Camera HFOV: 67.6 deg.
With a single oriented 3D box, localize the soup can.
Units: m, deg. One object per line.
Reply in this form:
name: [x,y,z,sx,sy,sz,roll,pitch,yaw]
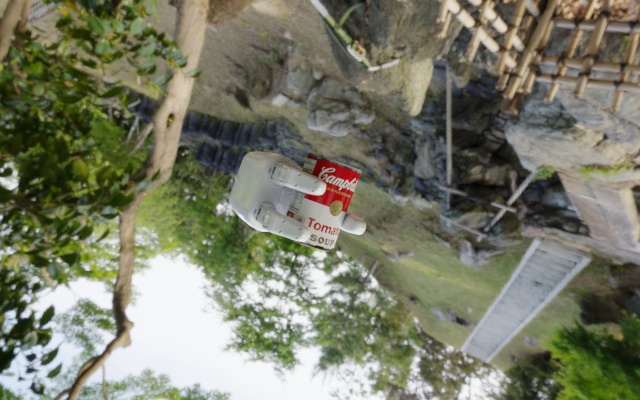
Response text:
soup can: [0.000,0.002,0.570,0.068,0.102,0.068,20,1,-1]
